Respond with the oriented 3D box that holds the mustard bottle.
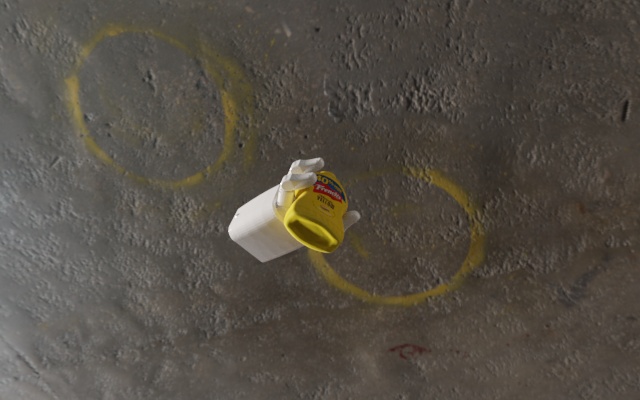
[{"bbox_3d":[0.000,0.003,0.815,0.096,0.058,0.191,31,30,-10],"label":"mustard bottle"}]
